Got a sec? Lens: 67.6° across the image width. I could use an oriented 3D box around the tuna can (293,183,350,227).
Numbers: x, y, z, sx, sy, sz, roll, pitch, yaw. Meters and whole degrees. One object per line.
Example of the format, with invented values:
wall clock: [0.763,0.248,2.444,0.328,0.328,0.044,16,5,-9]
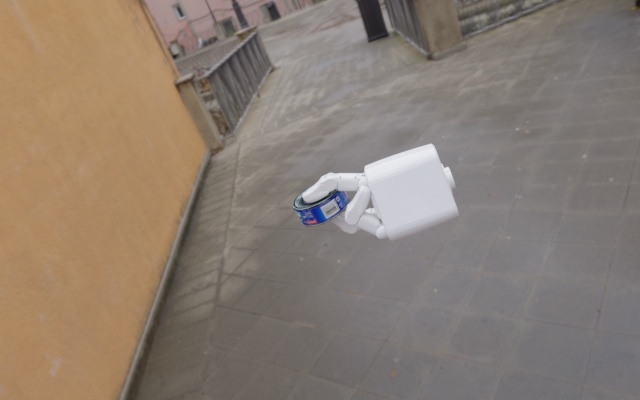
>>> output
tuna can: [0.000,0.002,0.750,0.086,0.034,0.086,-24,23,11]
